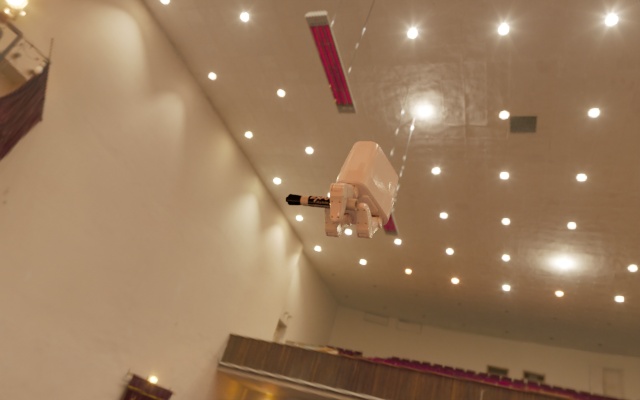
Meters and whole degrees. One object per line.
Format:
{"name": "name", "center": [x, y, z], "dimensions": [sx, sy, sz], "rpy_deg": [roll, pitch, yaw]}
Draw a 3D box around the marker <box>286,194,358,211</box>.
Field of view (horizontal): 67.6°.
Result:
{"name": "marker", "center": [0.000, 0.003, 0.758], "dimensions": [0.121, 0.020, 0.020], "rpy_deg": [4, 2, 23]}
